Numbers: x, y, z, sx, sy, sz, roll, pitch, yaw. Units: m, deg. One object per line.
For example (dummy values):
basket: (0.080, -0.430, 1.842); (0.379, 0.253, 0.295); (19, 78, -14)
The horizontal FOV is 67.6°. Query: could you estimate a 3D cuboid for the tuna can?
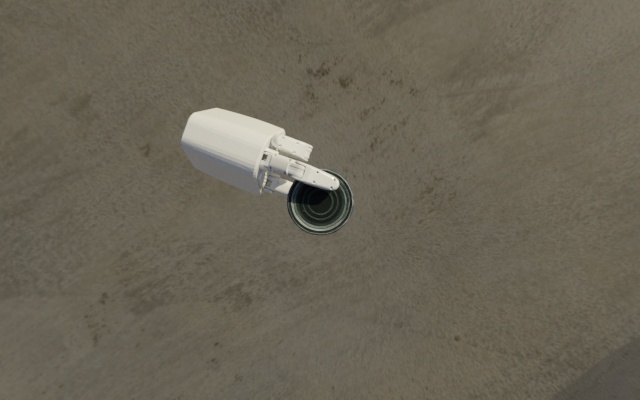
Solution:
tuna can: (0.000, 0.002, 0.611); (0.086, 0.086, 0.034); (0, -2, 1)
